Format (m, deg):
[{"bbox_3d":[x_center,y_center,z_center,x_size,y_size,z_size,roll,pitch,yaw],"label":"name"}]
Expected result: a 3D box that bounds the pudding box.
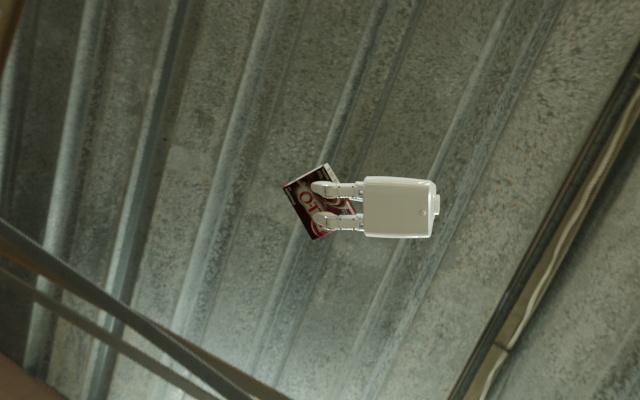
[{"bbox_3d":[0.000,0.003,0.844,0.090,0.113,0.039,-27,5,21],"label":"pudding box"}]
